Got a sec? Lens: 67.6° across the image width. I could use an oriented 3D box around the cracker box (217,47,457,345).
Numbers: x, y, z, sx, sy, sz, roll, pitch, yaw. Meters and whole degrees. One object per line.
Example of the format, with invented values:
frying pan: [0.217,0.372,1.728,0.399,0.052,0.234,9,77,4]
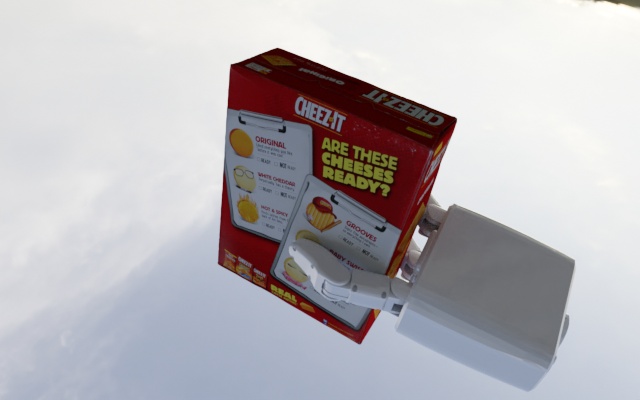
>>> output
cracker box: [0.000,0.002,0.411,0.164,0.214,0.072,26,39,17]
